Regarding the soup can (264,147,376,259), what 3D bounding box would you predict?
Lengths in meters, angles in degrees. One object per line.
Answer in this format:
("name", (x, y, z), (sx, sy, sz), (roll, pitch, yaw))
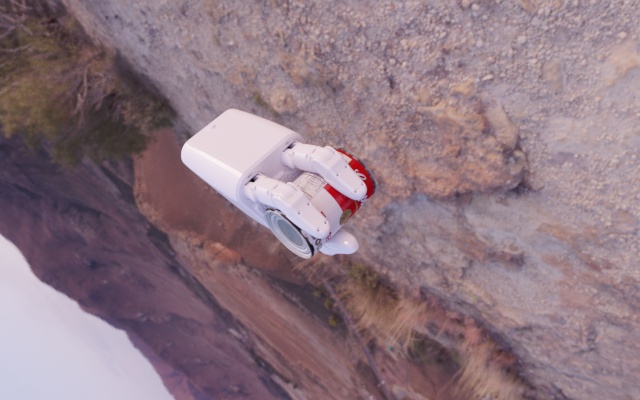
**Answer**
("soup can", (0.000, 0.002, 0.493), (0.102, 0.068, 0.068), (-45, 21, -23))
